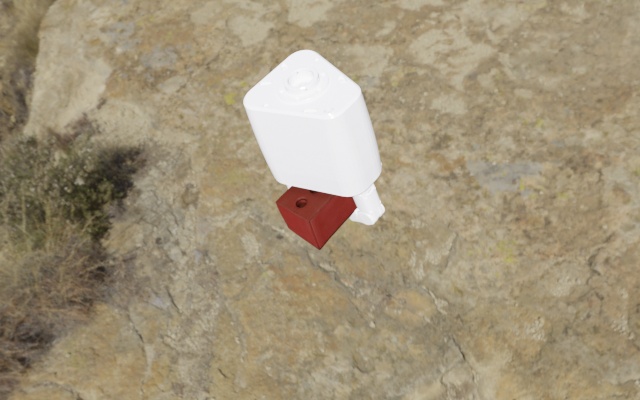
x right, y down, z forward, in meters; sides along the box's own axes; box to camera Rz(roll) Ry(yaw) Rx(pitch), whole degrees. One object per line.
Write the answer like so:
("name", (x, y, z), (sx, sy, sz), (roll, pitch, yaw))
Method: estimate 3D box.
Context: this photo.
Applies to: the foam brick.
("foam brick", (0.000, 0.002, 0.518), (0.053, 0.078, 0.051), (29, -24, 34))
